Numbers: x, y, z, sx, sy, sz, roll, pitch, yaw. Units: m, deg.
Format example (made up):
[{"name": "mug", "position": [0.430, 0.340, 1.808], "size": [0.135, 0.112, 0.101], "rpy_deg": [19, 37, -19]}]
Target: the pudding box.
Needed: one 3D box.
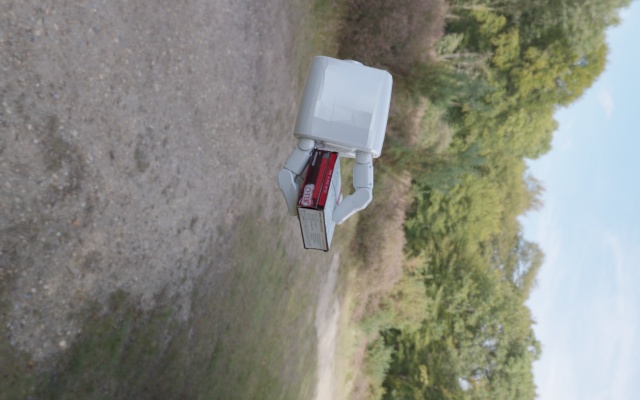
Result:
[{"name": "pudding box", "position": [0.000, 0.002, 0.618], "size": [0.039, 0.090, 0.114], "rpy_deg": [9, -32, 12]}]
